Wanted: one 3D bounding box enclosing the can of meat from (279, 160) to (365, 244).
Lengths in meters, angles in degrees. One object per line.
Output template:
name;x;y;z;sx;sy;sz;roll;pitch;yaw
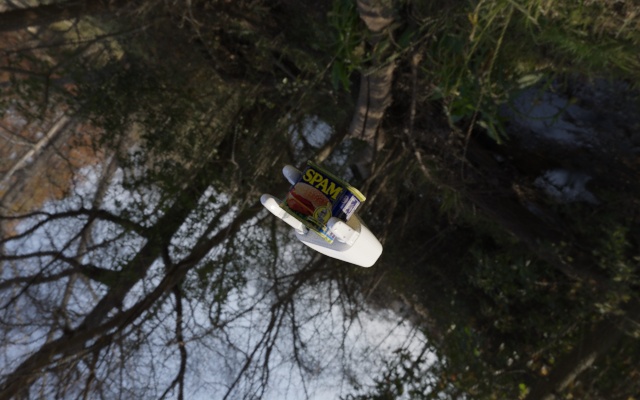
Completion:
can of meat;0.000;0.003;0.705;0.102;0.084;0.057;34;-3;32
